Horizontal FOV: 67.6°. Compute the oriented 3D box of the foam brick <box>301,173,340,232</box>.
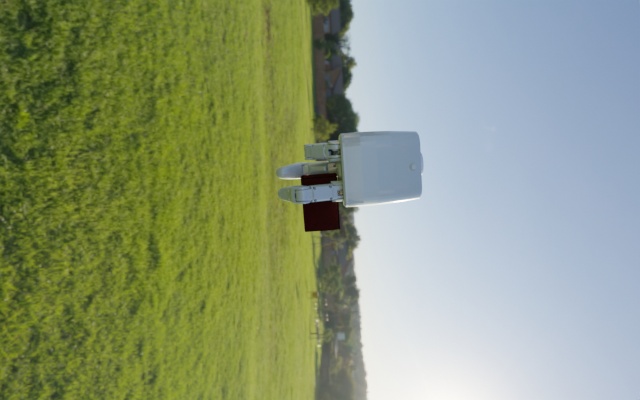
[{"bbox_3d":[0.000,0.003,0.681,0.051,0.078,0.053,-4,8,-1],"label":"foam brick"}]
